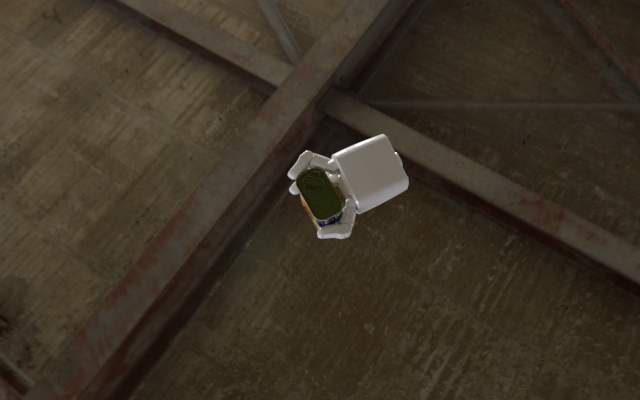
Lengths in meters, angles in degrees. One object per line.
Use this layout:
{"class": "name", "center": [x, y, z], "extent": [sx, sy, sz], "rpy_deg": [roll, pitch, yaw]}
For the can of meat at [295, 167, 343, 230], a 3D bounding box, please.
{"class": "can of meat", "center": [0.000, 0.003, 0.873], "extent": [0.057, 0.102, 0.084], "rpy_deg": [-27, -22, -7]}
